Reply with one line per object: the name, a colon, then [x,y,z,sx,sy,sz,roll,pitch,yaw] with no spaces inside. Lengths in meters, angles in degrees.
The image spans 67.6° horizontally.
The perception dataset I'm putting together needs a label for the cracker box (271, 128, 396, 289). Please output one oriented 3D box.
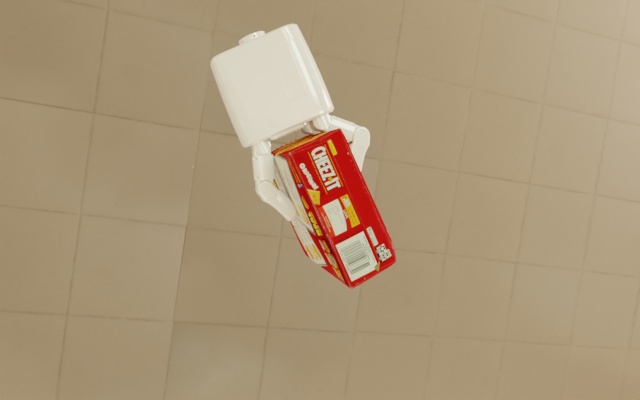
cracker box: [0.000,0.002,0.603,0.072,0.164,0.213,-27,10,-12]
